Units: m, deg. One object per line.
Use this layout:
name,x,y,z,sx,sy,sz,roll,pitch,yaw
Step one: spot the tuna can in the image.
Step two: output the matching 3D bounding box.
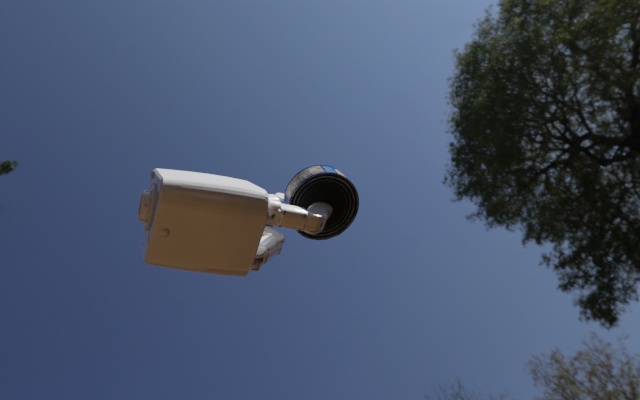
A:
tuna can,0.000,0.002,0.568,0.086,0.086,0.033,0,23,-19
